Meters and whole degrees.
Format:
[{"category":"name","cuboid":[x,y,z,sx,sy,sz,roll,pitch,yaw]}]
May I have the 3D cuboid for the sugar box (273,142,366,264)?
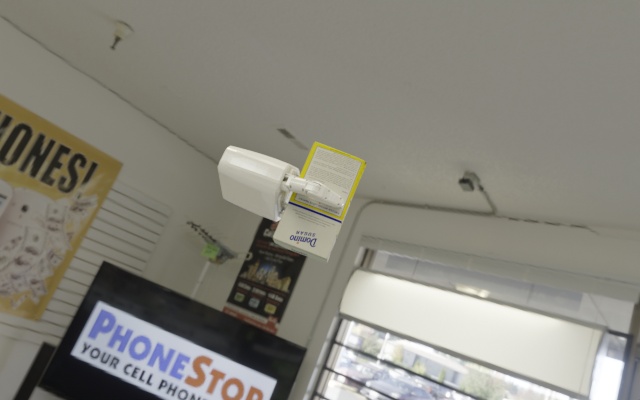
[{"category":"sugar box","cuboid":[0.000,0.003,0.767,0.093,0.176,0.048,21,-15,6]}]
